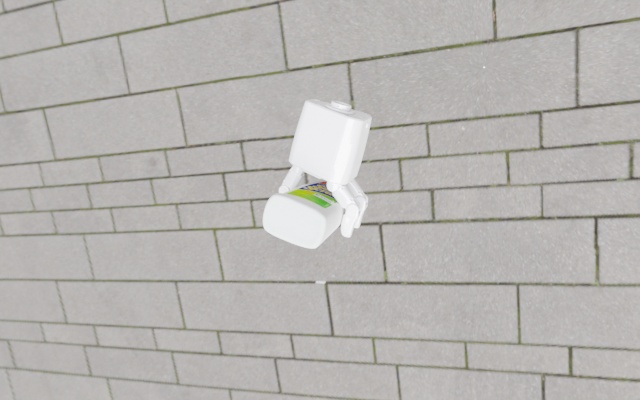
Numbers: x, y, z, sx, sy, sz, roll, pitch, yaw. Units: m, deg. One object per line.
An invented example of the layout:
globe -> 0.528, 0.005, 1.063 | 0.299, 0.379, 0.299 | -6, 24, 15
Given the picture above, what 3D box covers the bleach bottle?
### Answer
bleach bottle -> 0.000, 0.003, 0.812 | 0.102, 0.068, 0.250 | 22, 20, 12
